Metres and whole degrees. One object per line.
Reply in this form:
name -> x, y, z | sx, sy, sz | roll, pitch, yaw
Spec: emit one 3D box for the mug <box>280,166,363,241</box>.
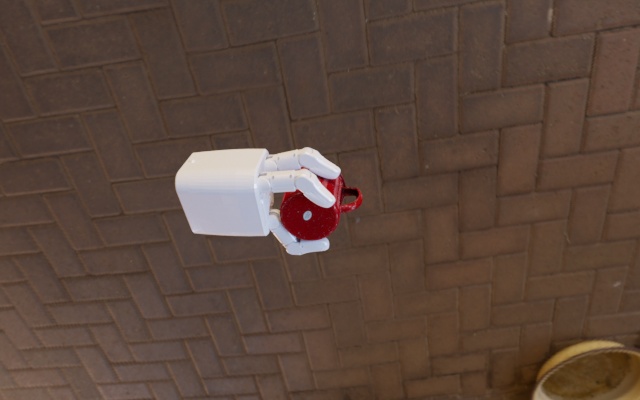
mug -> 0.002, 0.002, 0.667 | 0.117, 0.093, 0.081 | -1, 30, 6
